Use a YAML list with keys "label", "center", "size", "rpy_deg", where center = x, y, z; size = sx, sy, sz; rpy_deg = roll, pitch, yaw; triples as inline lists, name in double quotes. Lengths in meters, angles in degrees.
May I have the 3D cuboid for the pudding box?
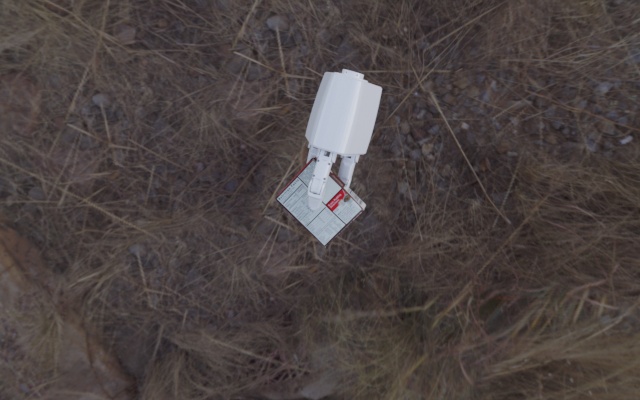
- label: "pudding box"
  center: [0.000, 0.002, 0.743]
  size: [0.090, 0.113, 0.039]
  rpy_deg: [-45, 0, 14]
